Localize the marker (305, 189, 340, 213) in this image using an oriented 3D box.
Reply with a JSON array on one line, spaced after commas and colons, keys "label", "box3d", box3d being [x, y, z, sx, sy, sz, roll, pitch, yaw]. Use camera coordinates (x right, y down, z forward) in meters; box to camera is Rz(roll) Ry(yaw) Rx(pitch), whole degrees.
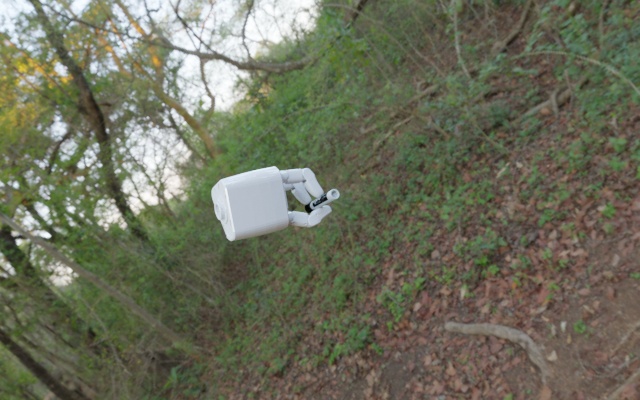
[{"label": "marker", "box3d": [0.000, 0.003, 0.896, 0.020, 0.020, 0.121, 0, -14, -26]}]
